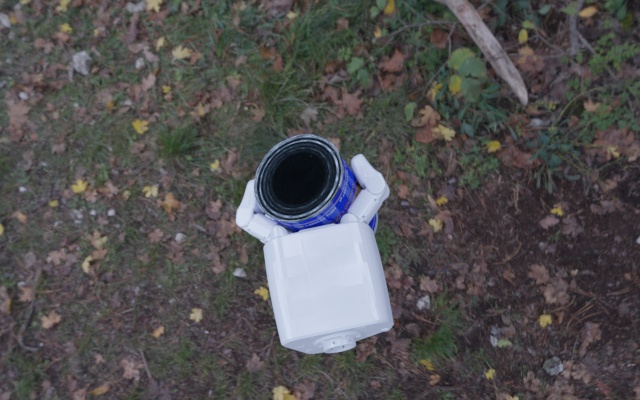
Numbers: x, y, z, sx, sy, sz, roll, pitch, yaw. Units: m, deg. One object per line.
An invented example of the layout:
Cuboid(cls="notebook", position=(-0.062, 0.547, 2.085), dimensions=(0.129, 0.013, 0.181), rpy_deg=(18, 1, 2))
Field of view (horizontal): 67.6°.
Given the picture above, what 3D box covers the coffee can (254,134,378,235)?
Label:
Cuboid(cls="coffee can", position=(0.000, 0.002, 0.559), dimensions=(0.103, 0.102, 0.140), rpy_deg=(0, -23, 23))
